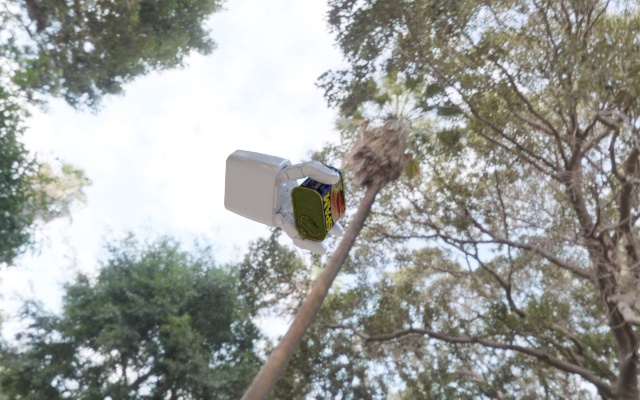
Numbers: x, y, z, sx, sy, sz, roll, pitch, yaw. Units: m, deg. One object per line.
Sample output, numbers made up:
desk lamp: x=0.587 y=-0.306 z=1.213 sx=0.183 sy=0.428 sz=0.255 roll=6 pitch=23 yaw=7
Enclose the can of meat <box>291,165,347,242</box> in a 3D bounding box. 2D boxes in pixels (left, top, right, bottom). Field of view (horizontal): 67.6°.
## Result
can of meat: x=0.000 y=0.002 z=0.789 sx=0.057 sy=0.102 sz=0.084 roll=12 pitch=37 yaw=27
